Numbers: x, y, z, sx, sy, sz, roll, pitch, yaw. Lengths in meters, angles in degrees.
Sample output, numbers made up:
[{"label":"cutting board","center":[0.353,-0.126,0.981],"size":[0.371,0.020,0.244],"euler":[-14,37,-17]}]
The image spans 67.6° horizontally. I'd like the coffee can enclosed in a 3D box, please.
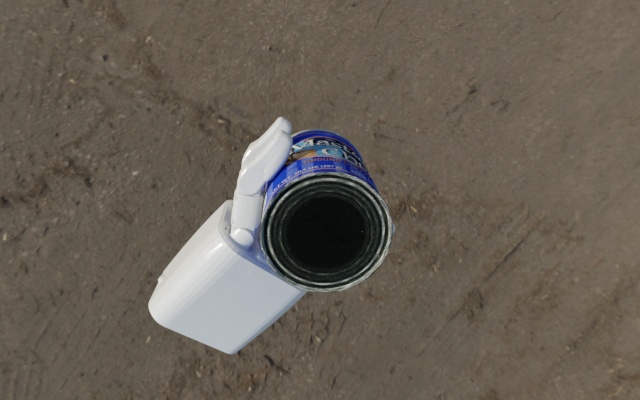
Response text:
[{"label":"coffee can","center":[0.000,0.001,0.428],"size":[0.103,0.103,0.140],"euler":[0,21,-4]}]
